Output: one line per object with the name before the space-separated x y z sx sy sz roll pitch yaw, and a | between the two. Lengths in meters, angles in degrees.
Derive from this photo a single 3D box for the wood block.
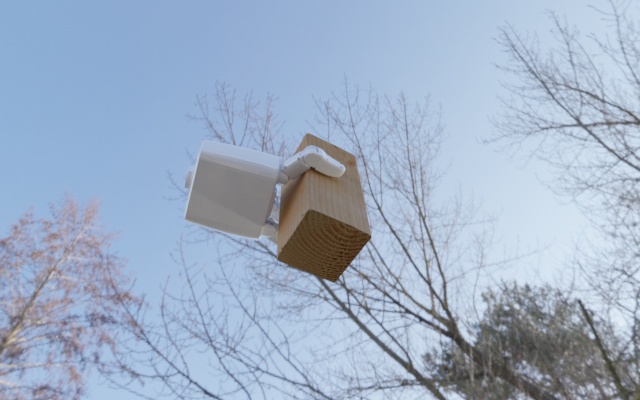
wood block | 0.000 0.002 0.670 0.090 0.091 0.206 24 30 -18
